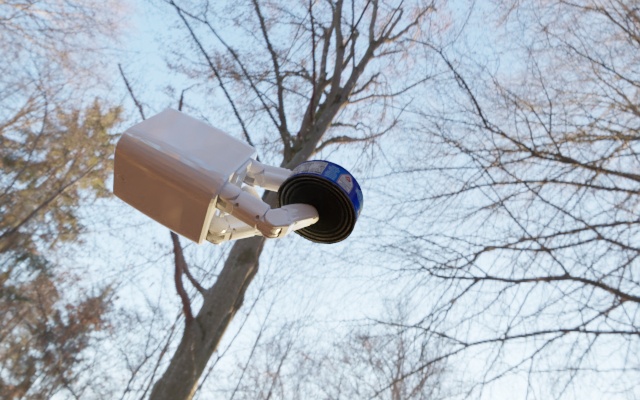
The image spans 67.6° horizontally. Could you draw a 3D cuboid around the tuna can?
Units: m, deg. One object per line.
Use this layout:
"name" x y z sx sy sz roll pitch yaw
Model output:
"tuna can" 0.000 0.001 0.488 0.086 0.086 0.033 0 35 26
